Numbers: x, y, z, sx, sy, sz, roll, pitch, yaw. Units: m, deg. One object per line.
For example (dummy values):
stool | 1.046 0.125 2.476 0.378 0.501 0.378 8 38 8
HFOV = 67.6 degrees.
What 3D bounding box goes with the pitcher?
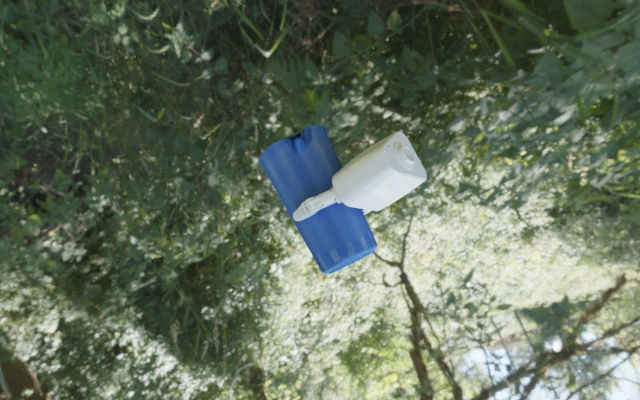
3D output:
pitcher | 0.000 0.003 0.851 0.145 0.243 0.149 -34 -12 35
